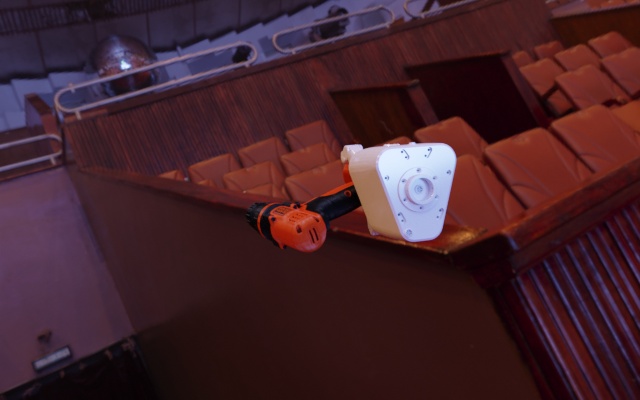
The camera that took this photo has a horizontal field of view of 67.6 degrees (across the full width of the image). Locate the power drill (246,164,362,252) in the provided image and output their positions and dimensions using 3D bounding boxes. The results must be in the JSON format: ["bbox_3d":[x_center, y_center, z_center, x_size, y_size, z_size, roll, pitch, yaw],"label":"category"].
[{"bbox_3d":[0.001,0.002,0.670,0.187,0.057,0.184,-31,23,-23],"label":"power drill"}]
